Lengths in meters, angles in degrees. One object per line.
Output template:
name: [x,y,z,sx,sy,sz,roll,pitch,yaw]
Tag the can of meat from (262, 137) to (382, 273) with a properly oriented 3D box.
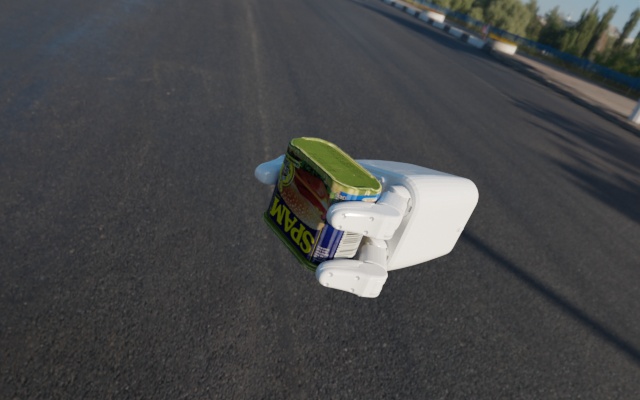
can of meat: [0.000,0.001,0.427,0.057,0.084,0.102,-2,33,-39]
